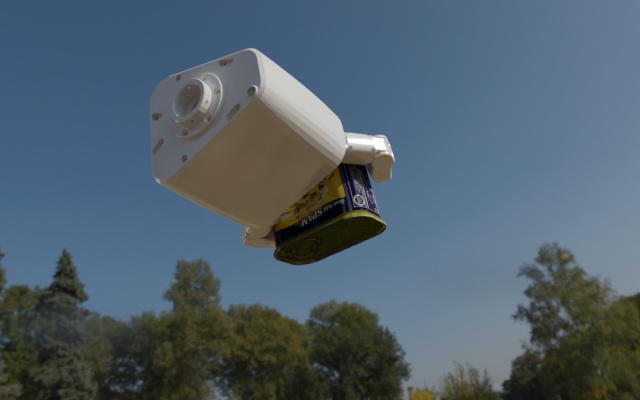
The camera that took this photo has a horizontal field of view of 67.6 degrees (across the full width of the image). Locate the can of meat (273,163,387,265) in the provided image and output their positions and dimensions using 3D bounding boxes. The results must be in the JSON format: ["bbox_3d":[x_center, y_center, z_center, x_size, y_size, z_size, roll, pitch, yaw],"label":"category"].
[{"bbox_3d":[0.000,0.001,0.440,0.102,0.084,0.057,-27,-30,26],"label":"can of meat"}]
